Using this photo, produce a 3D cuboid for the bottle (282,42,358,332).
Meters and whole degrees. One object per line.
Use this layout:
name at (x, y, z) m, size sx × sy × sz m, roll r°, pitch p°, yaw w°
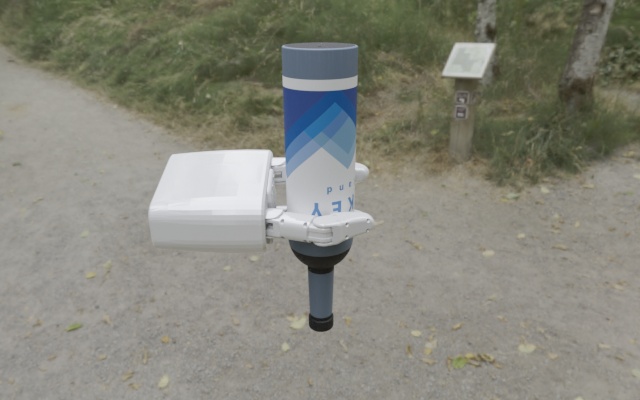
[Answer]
bottle at (0.000, 0.001, 0.470) m, size 0.069 × 0.296 × 0.069 m, roll 0°, pitch 23°, yaw 0°
